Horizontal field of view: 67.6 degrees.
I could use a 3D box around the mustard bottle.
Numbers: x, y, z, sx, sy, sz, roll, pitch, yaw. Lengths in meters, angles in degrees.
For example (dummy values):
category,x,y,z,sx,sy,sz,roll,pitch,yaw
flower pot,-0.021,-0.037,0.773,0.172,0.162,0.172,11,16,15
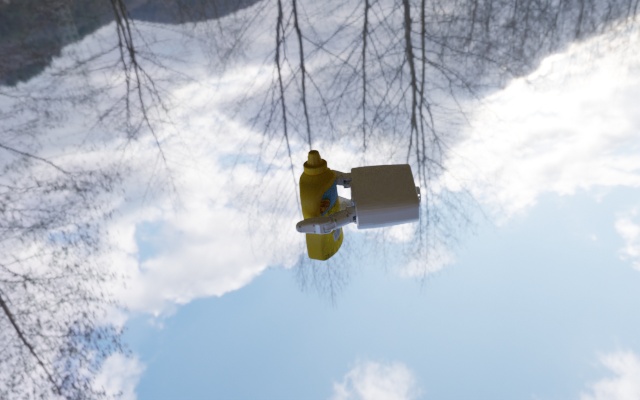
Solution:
category,x,y,z,sx,sy,sz,roll,pitch,yaw
mustard bottle,0.000,0.003,0.821,0.058,0.192,0.096,8,34,24
